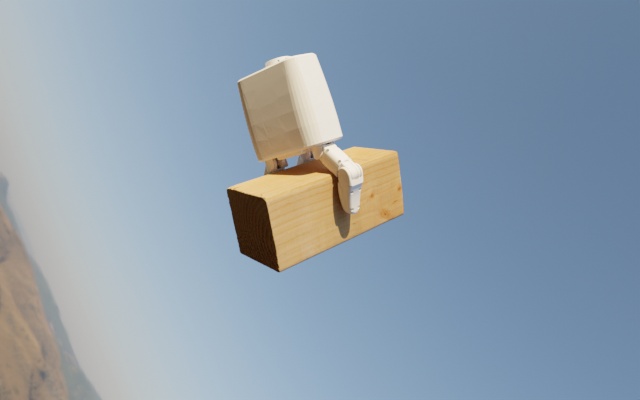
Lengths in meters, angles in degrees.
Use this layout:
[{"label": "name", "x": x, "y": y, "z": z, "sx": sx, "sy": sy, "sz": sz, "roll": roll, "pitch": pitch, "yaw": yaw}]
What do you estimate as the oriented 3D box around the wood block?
[{"label": "wood block", "x": 0.000, "y": 0.002, "z": 0.604, "sx": 0.206, "sy": 0.090, "sz": 0.091, "roll": -21, "pitch": 22, "yaw": -34}]
